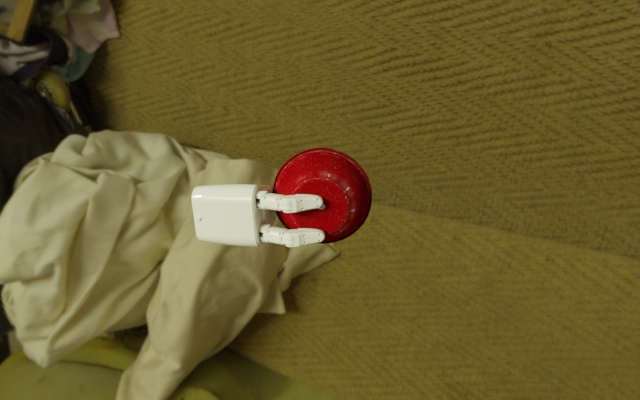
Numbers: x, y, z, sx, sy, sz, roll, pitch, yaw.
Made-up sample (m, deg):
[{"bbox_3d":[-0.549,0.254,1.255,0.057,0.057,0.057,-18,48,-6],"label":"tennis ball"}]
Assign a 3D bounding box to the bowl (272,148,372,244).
[{"bbox_3d":[0.001,0.002,0.742,0.162,0.162,0.055,0,18,5],"label":"bowl"}]
